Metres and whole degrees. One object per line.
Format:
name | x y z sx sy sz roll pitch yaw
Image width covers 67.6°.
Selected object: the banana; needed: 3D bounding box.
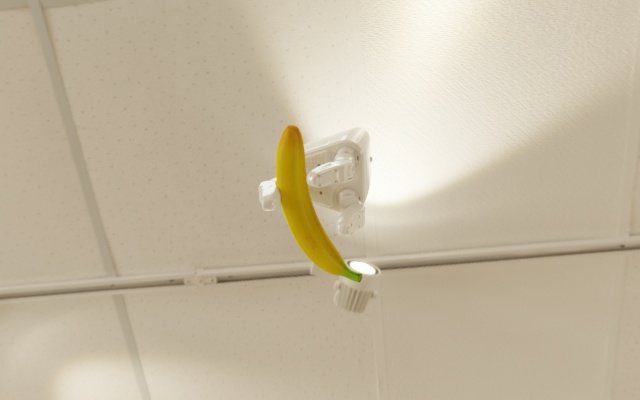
banana | -0.014 0.010 0.565 0.069 0.198 0.037 -19 11 30
